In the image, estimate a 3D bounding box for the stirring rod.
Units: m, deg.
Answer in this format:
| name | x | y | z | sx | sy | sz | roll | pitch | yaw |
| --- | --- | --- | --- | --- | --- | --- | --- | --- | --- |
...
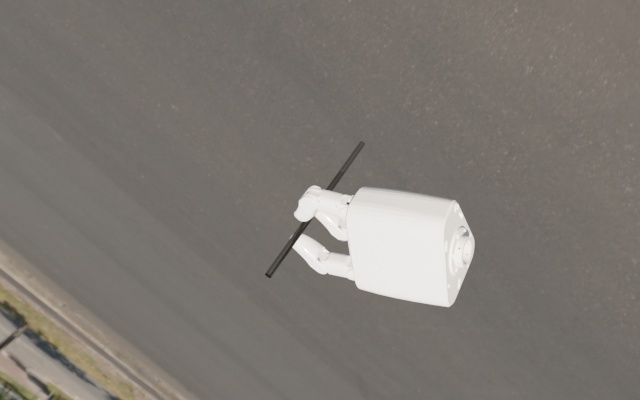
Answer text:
| name | x | y | z | sx | sy | sz | roll | pitch | yaw |
| --- | --- | --- | --- | --- | --- | --- | --- | --- | --- |
| stirring rod | 0.000 | 0.002 | 0.592 | 0.011 | 0.011 | 0.239 | 0 | 42 | 41 |
